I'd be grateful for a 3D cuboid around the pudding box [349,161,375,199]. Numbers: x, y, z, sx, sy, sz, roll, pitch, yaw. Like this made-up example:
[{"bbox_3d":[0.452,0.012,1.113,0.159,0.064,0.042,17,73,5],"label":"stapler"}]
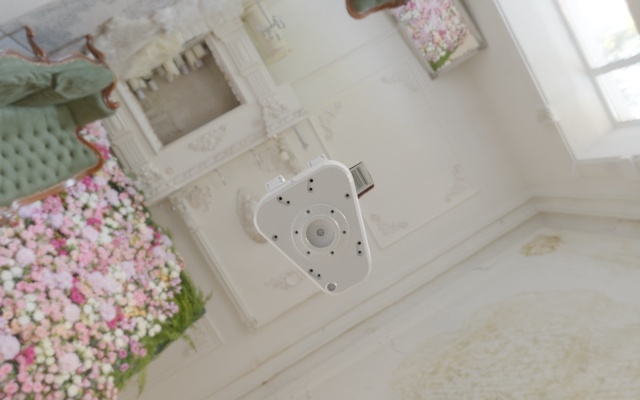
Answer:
[{"bbox_3d":[0.000,0.002,0.593,0.113,0.039,0.090,-30,2,-26],"label":"pudding box"}]
